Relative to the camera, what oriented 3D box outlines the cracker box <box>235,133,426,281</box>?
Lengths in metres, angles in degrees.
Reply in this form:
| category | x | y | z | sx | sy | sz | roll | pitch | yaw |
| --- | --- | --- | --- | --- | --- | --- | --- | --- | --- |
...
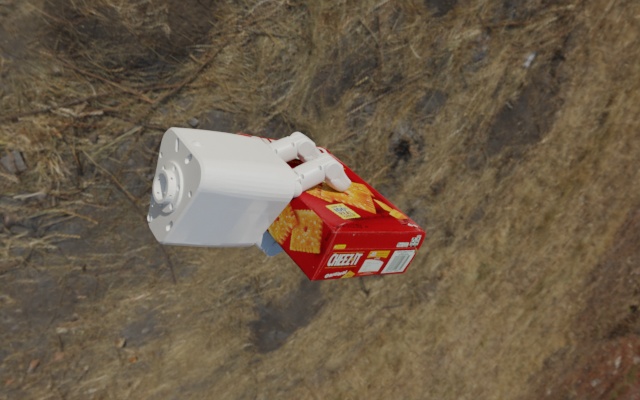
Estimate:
| category | x | y | z | sx | sy | sz | roll | pitch | yaw |
| --- | --- | --- | --- | --- | --- | --- | --- | --- | --- |
| cracker box | 0.000 | 0.002 | 0.584 | 0.164 | 0.072 | 0.213 | 4 | 30 | -45 |
